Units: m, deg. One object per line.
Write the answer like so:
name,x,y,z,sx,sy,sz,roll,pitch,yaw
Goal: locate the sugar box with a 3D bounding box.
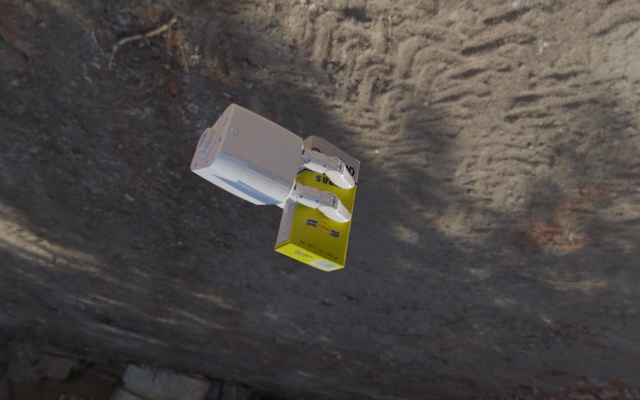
sugar box,0.000,0.002,0.675,0.093,0.176,0.048,27,-30,-29
